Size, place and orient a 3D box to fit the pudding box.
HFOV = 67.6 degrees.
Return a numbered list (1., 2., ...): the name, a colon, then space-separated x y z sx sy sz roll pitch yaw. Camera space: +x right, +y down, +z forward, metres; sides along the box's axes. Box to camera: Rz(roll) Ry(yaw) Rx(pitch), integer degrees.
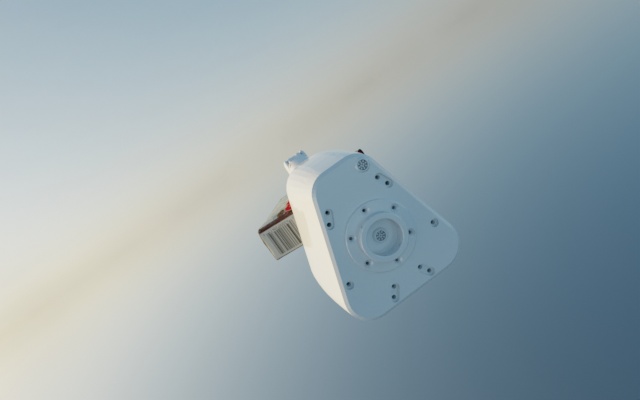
1. pudding box: 0.000 0.001 0.477 0.113 0.039 0.090 -30 12 21
